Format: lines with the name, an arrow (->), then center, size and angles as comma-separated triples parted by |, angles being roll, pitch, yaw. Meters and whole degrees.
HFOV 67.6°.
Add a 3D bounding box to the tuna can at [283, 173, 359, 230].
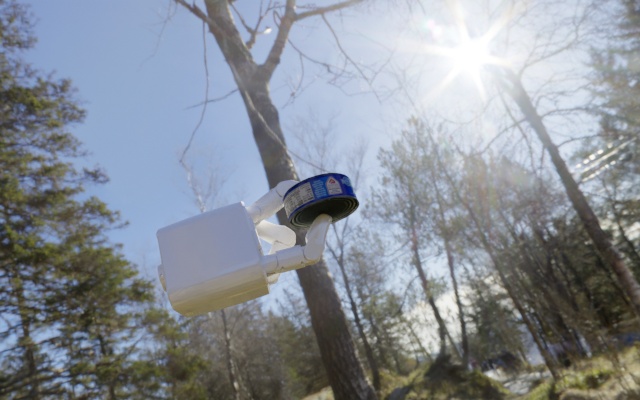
tuna can -> 0.000, 0.001, 0.563 | 0.086, 0.033, 0.086 | -15, -21, -6
